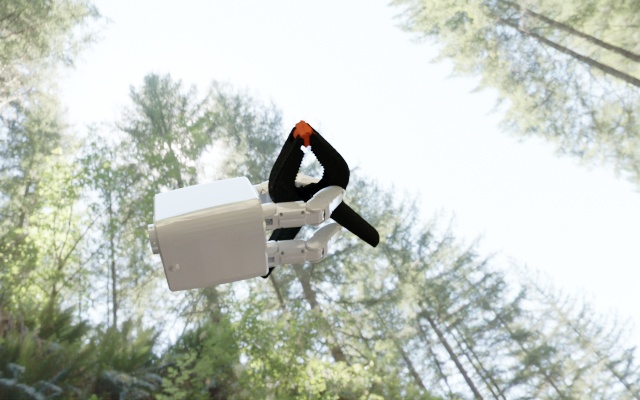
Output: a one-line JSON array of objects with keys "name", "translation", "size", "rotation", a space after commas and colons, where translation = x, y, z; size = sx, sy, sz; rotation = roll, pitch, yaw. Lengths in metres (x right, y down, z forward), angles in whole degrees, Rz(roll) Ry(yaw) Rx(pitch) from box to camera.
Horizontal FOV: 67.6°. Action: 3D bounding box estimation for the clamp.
[{"name": "clamp", "translation": [0.000, 0.001, 0.560], "size": [0.164, 0.210, 0.036], "rotation": [-10, 40, -15]}]
